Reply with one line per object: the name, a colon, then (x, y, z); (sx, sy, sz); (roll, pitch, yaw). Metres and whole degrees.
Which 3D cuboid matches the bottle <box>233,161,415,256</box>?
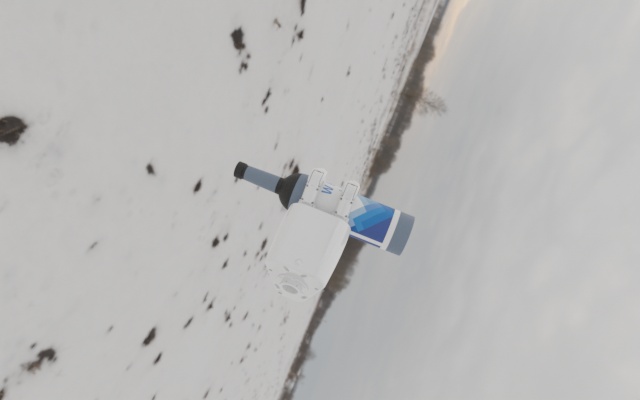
bottle: (0.000, 0.003, 0.765); (0.295, 0.069, 0.069); (22, 2, 5)
